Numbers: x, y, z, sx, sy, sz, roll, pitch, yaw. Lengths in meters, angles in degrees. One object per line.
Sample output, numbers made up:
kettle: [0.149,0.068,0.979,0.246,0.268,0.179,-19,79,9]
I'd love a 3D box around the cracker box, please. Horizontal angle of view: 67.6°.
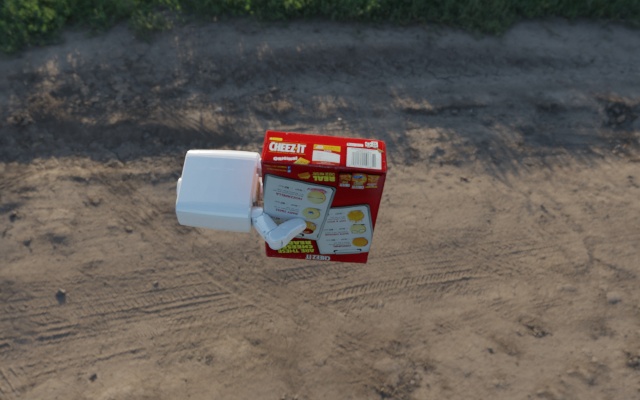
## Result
cracker box: [0.000,0.002,0.701,0.164,0.072,0.214,4,-40,0]
